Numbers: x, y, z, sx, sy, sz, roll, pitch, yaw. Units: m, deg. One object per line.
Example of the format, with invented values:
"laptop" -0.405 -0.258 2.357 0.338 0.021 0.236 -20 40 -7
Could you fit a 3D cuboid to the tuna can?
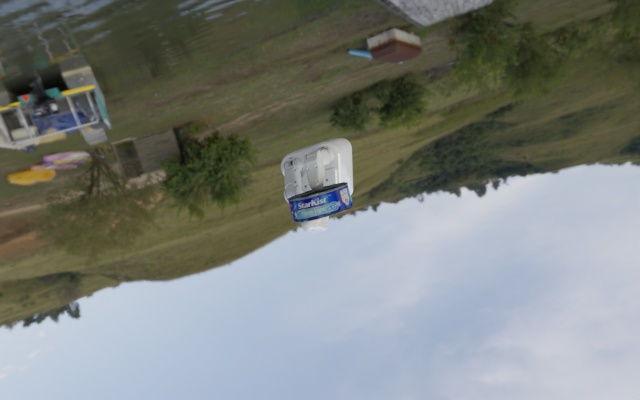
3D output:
"tuna can" 0.000 0.003 0.653 0.086 0.034 0.086 -15 6 2
